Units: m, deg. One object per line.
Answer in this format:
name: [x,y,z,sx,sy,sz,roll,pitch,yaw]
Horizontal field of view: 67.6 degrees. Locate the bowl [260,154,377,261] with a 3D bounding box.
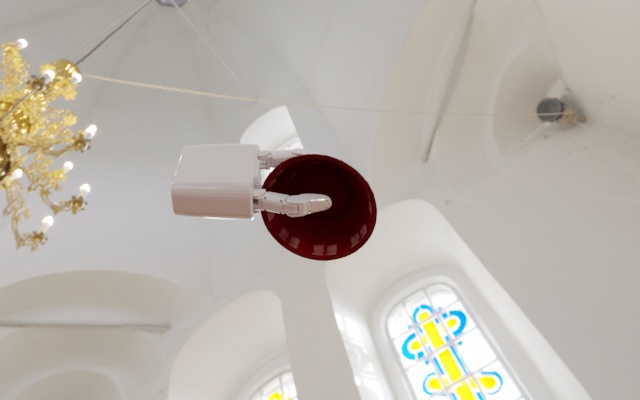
bowl: [0.001,0.002,0.664,0.162,0.162,0.055,0,26,12]
